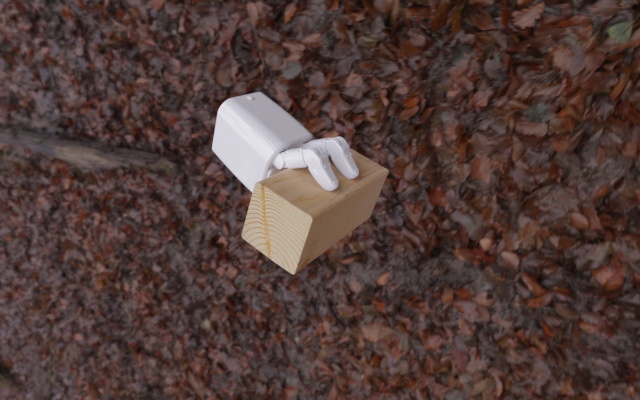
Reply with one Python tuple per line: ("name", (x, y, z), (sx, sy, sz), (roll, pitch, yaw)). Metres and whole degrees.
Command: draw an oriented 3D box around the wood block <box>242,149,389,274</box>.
("wood block", (0.000, 0.002, 0.654), (0.090, 0.091, 0.206), (32, 34, 20))
